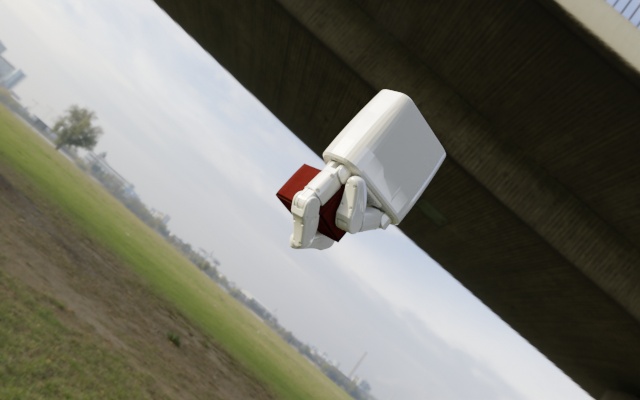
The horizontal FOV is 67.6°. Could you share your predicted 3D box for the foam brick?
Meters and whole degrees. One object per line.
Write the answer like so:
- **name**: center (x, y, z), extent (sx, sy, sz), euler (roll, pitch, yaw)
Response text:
- **foam brick**: center (0.000, 0.002, 0.540), extent (0.078, 0.051, 0.053), euler (26, -20, 41)
